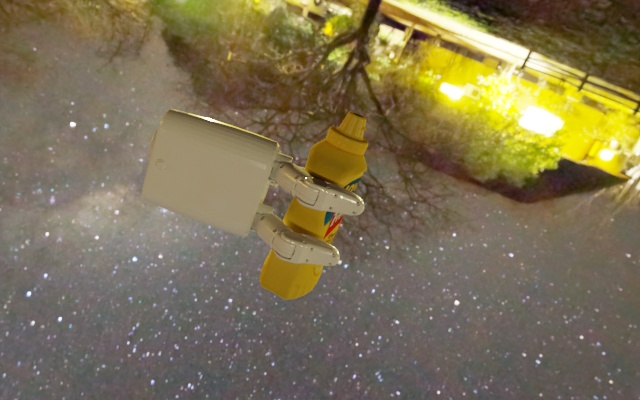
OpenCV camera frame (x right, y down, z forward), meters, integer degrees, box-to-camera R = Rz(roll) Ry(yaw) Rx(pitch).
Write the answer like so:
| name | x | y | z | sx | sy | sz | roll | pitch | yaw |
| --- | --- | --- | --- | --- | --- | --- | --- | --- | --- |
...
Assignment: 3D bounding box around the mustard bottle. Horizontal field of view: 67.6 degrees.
| name | x | y | z | sx | sy | sz | roll | pitch | yaw |
| --- | --- | --- | --- | --- | --- | --- | --- | --- | --- |
| mustard bottle | 0.000 | 0.002 | 0.486 | 0.058 | 0.192 | 0.096 | 27 | 19 | 14 |
